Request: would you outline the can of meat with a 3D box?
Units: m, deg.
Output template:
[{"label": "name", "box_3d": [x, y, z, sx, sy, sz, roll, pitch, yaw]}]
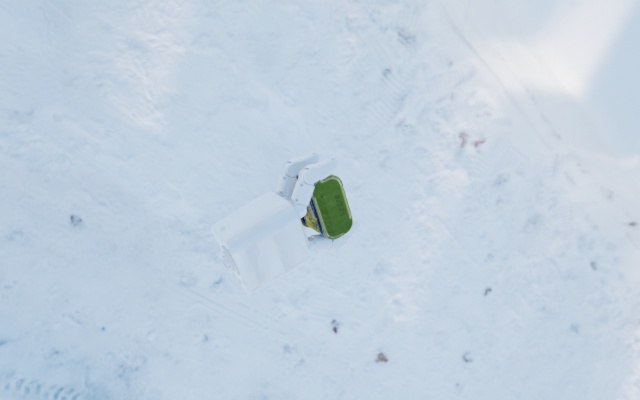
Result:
[{"label": "can of meat", "box_3d": [0.000, 0.003, 0.728, 0.057, 0.102, 0.084, -27, 23, -19]}]
